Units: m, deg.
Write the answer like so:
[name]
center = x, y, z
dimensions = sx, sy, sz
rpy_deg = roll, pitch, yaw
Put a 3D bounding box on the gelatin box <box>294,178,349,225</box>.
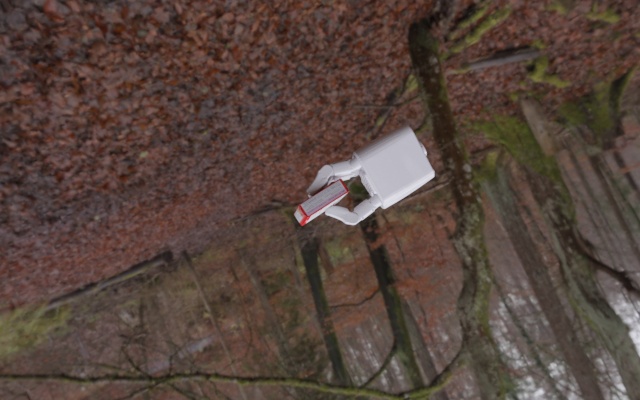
[gelatin box]
center = 0.000, 0.003, 0.823
dimensions = 0.089, 0.030, 0.073
rpy_deg = -33, -5, -15
